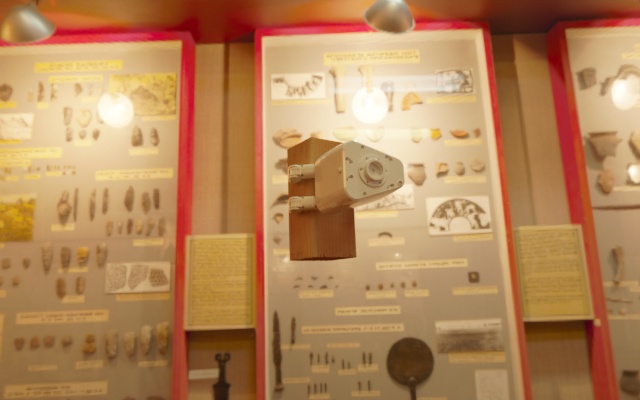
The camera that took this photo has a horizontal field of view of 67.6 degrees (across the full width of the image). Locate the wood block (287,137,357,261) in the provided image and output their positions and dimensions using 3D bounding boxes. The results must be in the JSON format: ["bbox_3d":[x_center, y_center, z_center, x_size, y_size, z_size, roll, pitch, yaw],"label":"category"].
[{"bbox_3d":[0.001,0.003,0.858,0.091,0.206,0.090,5,-13,-32],"label":"wood block"}]
